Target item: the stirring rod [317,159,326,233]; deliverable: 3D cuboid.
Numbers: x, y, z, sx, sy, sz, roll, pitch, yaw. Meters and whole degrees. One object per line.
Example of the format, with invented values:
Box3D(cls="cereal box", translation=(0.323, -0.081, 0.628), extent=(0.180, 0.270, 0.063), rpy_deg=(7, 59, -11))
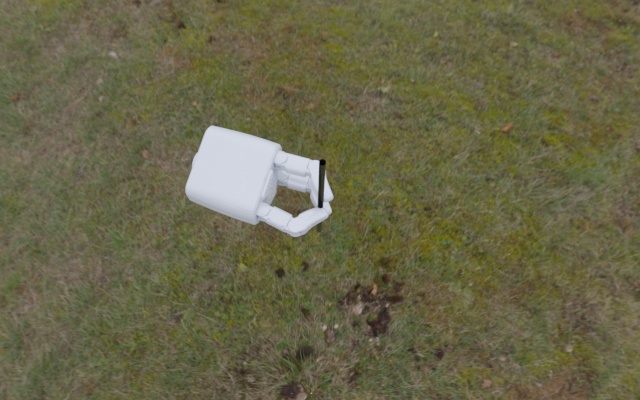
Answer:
Box3D(cls="stirring rod", translation=(0.000, 0.002, 0.647), extent=(0.011, 0.011, 0.240), rpy_deg=(0, -22, -1))
